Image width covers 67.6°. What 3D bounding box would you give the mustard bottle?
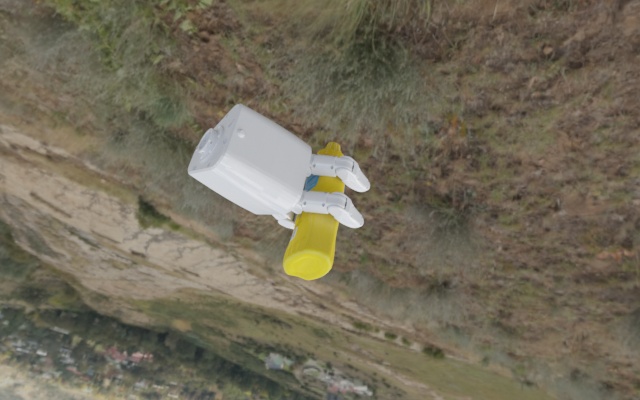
[{"bbox_3d":[0.000,0.002,0.631,0.058,0.191,0.096,17,-30,-8],"label":"mustard bottle"}]
